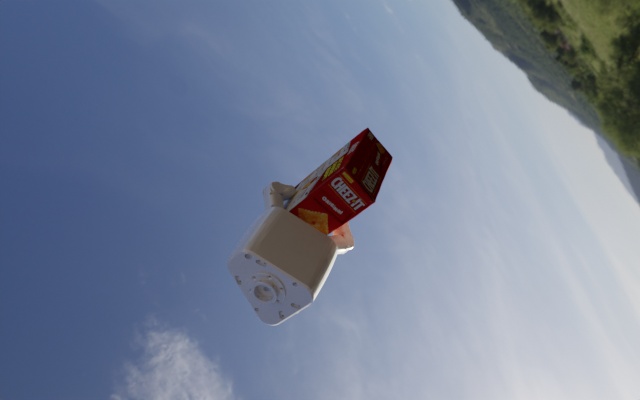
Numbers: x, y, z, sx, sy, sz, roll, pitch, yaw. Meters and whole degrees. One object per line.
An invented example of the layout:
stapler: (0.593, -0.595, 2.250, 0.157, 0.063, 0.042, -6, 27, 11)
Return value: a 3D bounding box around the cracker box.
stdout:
cracker box: (0.000, 0.002, 0.721, 0.214, 0.072, 0.164, -37, 11, 30)
